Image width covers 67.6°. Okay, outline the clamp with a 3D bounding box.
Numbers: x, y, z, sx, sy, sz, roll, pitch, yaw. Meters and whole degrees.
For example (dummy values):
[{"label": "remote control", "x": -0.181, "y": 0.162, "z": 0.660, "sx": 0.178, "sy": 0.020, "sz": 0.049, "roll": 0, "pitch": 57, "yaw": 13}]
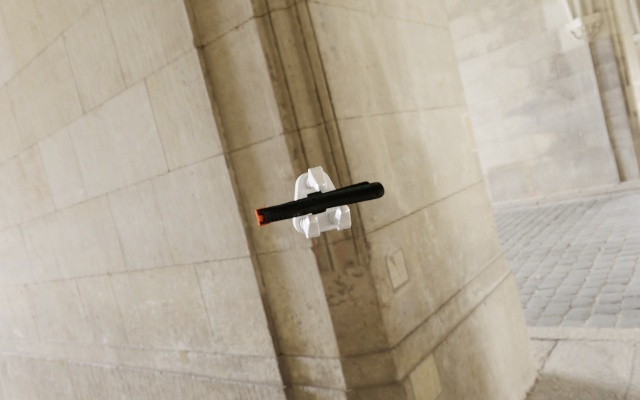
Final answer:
[{"label": "clamp", "x": -0.001, "y": 0.002, "z": 0.769, "sx": 0.210, "sy": 0.036, "sz": 0.164, "roll": -14, "pitch": 2, "yaw": -7}]
